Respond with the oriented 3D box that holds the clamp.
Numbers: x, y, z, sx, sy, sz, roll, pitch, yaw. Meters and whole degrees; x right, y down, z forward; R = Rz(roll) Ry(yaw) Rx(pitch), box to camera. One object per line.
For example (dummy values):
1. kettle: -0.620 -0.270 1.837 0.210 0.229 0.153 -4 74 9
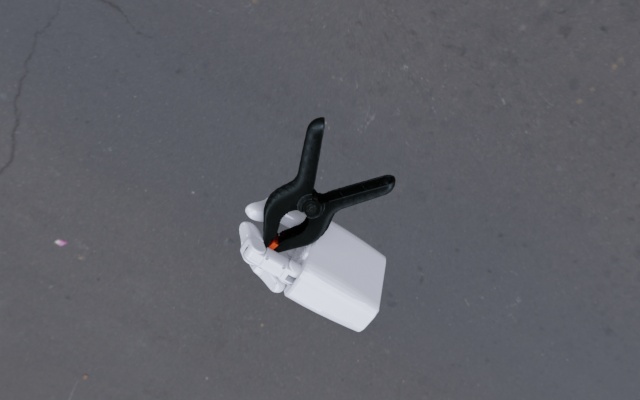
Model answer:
1. clamp: 0.000 0.002 0.546 0.120 0.171 0.039 31 24 -12
